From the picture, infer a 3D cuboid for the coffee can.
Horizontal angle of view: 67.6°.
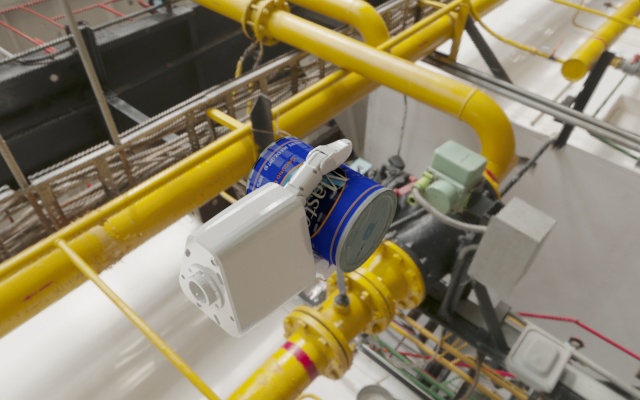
[{"bbox_3d":[0.000,0.002,0.542,0.140,0.103,0.103,32,15,27],"label":"coffee can"}]
